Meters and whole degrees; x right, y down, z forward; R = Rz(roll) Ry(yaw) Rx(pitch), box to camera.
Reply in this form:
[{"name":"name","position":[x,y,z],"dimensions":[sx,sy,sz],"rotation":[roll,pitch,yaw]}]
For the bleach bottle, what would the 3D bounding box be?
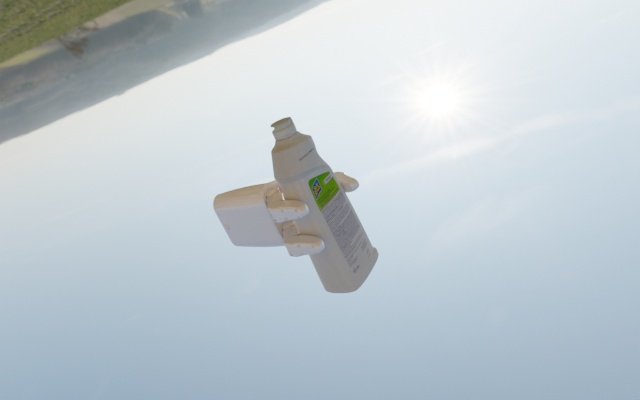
[{"name":"bleach bottle","position":[0.000,0.002,0.655],"dimensions":[0.068,0.251,0.102],"rotation":[-8,27,34]}]
